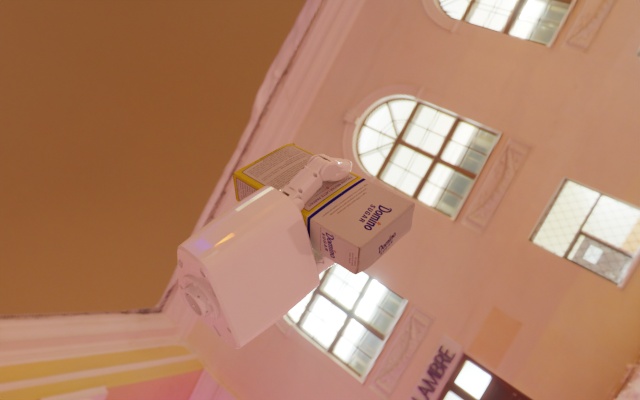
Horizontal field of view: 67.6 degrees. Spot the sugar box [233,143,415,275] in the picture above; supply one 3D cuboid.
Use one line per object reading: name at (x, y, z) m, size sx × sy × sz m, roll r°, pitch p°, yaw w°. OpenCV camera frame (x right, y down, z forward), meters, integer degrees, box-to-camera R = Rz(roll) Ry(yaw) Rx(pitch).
sugar box at (0.000, 0.002, 0.508) m, size 0.176 × 0.048 × 0.093 m, roll 32°, pitch 48°, yaw 30°
